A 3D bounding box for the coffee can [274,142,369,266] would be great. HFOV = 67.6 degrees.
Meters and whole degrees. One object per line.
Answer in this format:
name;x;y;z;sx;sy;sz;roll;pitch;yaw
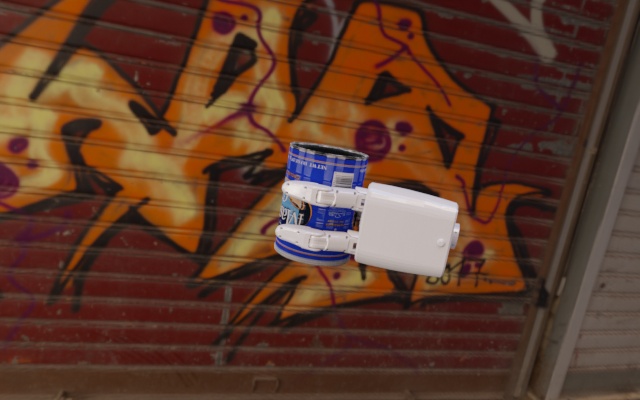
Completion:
coffee can;0.000;0.002;0.625;0.103;0.140;0.102;9;12;-2
